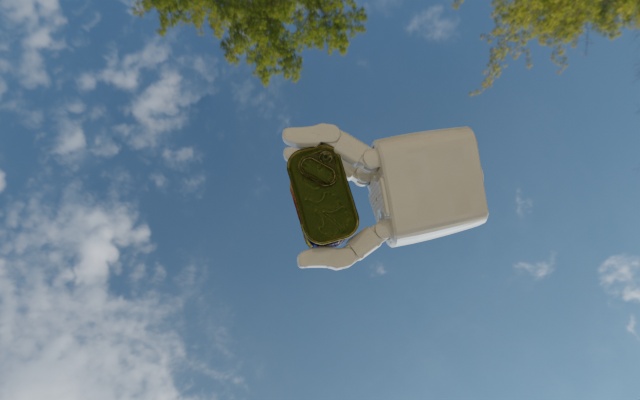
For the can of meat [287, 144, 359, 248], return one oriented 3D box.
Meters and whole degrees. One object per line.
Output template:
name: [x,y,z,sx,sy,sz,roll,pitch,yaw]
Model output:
can of meat: [0.000,0.002,0.522,0.057,0.102,0.084,-15,-12,-6]
